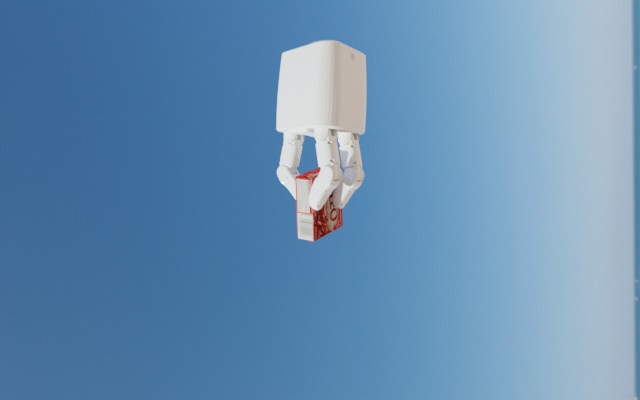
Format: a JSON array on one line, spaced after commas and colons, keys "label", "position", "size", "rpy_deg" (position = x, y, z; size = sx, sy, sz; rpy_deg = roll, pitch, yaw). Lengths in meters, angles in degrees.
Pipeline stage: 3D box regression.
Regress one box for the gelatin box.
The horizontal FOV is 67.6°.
[{"label": "gelatin box", "position": [0.000, 0.002, 0.644], "size": [0.030, 0.089, 0.073], "rpy_deg": [9, 19, 33]}]
